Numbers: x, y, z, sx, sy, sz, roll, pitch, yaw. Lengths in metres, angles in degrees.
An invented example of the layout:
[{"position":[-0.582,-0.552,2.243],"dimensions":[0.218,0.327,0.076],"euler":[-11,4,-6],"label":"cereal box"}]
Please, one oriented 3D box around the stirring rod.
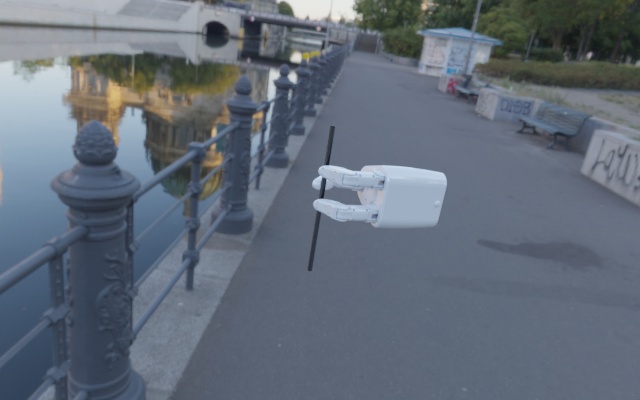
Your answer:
[{"position":[0.000,0.003,0.751],"dimensions":[0.011,0.240,0.011],"euler":[8,19,-3],"label":"stirring rod"}]
